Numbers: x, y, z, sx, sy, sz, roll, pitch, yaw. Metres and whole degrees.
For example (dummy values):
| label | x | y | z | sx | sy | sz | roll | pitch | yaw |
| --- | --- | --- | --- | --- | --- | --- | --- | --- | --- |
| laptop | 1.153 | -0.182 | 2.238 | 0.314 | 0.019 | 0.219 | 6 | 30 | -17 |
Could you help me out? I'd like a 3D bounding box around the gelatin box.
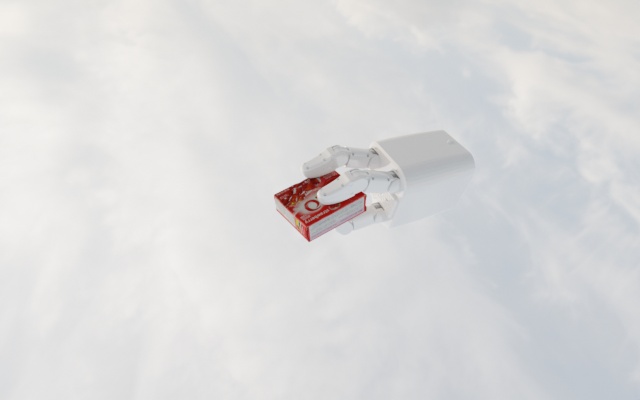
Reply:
| label | x | y | z | sx | sy | sz | roll | pitch | yaw |
| --- | --- | --- | --- | --- | --- | --- | --- | --- | --- |
| gelatin box | 0.000 | 0.002 | 0.578 | 0.089 | 0.030 | 0.073 | -28 | 46 | -23 |
